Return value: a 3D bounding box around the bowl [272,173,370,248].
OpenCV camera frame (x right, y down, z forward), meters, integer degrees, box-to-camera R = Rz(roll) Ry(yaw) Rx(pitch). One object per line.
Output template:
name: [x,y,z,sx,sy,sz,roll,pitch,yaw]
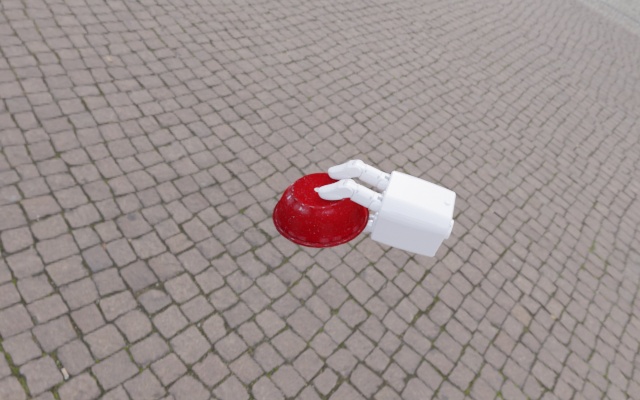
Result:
bowl: [-0.001,0.002,0.780,0.162,0.055,0.162,-1,39,1]
